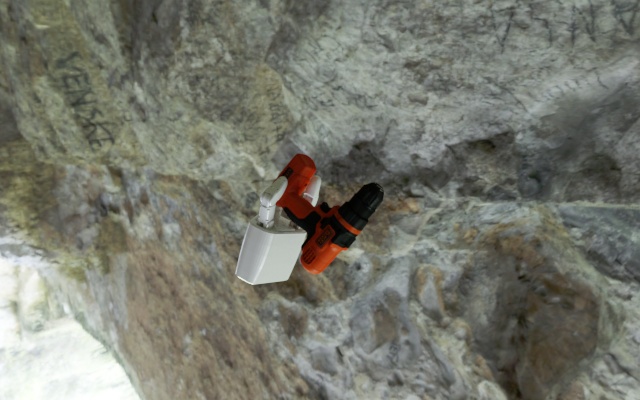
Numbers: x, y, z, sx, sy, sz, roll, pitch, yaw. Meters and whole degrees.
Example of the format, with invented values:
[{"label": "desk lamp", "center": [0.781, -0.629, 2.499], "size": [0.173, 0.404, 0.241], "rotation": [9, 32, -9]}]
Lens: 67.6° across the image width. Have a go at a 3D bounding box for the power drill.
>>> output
[{"label": "power drill", "center": [0.000, 0.003, 0.813], "size": [0.057, 0.184, 0.187], "rotation": [26, 19, -50]}]
